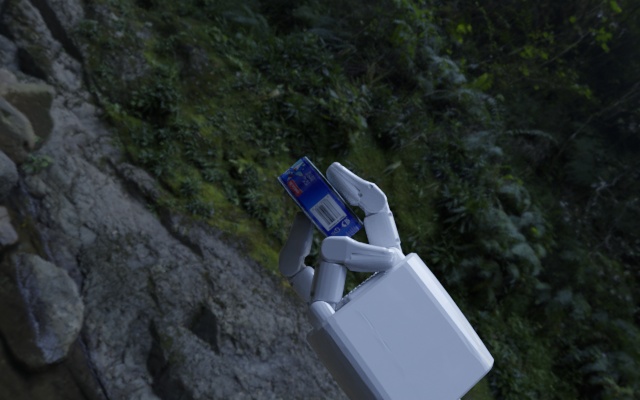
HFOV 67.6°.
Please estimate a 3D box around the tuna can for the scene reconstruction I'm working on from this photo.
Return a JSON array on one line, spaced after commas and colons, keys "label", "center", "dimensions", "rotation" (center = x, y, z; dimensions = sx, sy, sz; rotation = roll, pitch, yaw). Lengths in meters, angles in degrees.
[{"label": "tuna can", "center": [0.000, 0.001, 0.439], "dimensions": [0.034, 0.086, 0.086], "rotation": [-40, -1, 1]}]
